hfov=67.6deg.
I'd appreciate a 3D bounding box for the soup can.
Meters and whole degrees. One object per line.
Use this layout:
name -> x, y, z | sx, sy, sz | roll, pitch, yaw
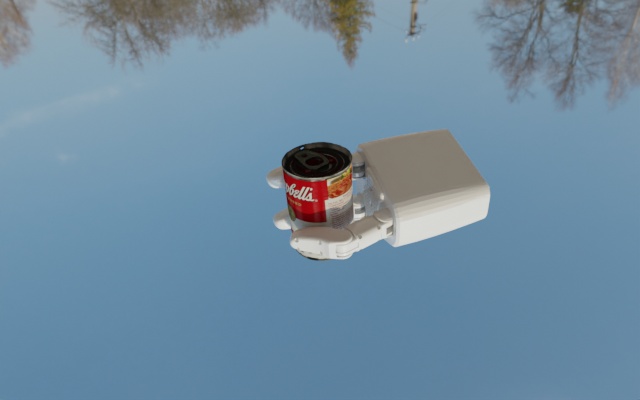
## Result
soup can -> 0.000, 0.002, 0.482 | 0.068, 0.102, 0.068 | -3, 35, 2
